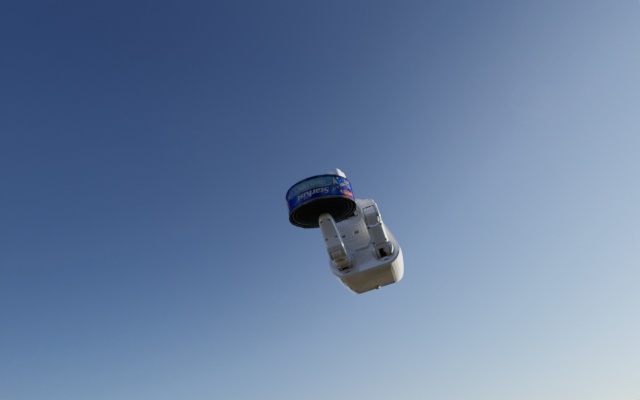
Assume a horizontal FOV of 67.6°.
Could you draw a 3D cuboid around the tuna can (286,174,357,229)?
[{"bbox_3d":[0.000,0.001,0.596,0.086,0.033,0.086,-11,-26,-5],"label":"tuna can"}]
